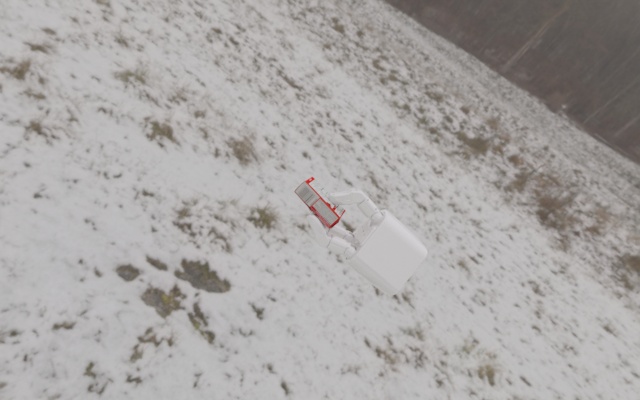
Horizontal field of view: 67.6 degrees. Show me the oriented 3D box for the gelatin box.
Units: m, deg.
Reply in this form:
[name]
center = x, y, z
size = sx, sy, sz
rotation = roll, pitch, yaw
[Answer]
[gelatin box]
center = 0.000, 0.002, 0.822
size = 0.030, 0.089, 0.073
rotation = -43, 1, 13
